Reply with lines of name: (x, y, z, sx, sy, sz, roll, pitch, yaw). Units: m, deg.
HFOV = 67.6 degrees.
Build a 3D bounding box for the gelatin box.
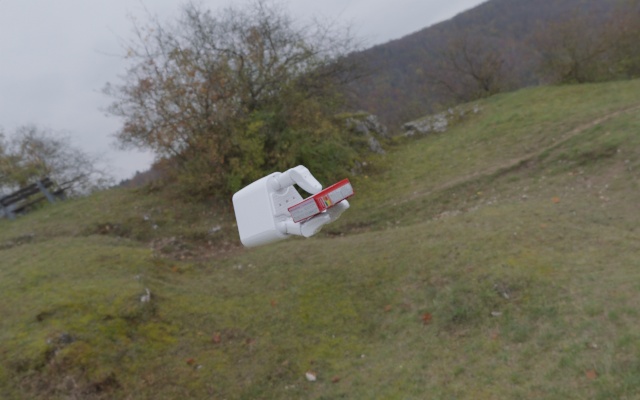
gelatin box: (0.000, 0.002, 0.754, 0.073, 0.030, 0.089, -27, 1, -34)
